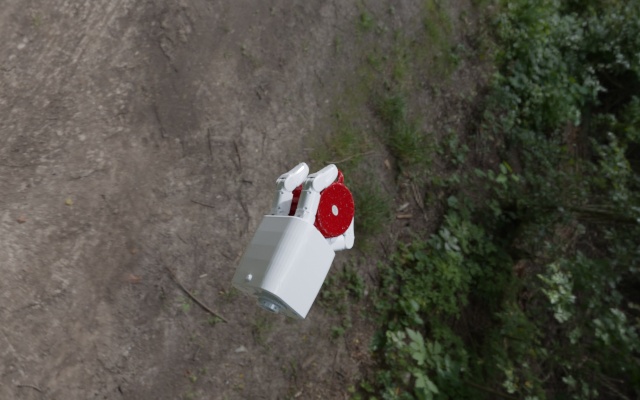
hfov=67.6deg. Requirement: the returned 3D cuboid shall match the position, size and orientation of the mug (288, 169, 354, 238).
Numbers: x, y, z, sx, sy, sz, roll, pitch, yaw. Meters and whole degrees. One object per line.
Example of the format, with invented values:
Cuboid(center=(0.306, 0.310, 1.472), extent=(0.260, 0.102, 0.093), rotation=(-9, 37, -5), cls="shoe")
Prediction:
Cuboid(center=(0.001, 0.001, 0.714), extent=(0.081, 0.117, 0.093), rotation=(2, -31, 45), cls="mug")
